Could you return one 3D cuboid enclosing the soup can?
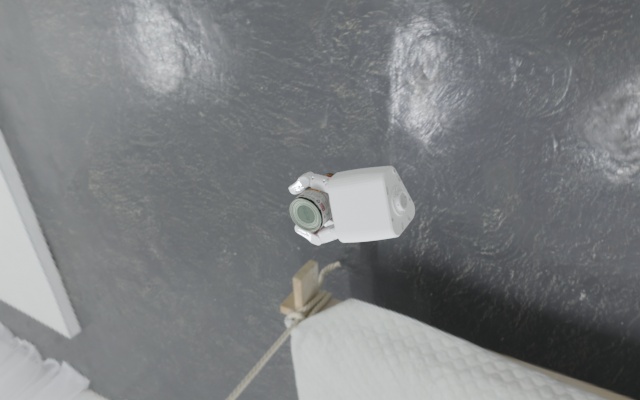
[{"bbox_3d":[0.000,0.003,0.845,0.068,0.068,0.102,0,27,35],"label":"soup can"}]
